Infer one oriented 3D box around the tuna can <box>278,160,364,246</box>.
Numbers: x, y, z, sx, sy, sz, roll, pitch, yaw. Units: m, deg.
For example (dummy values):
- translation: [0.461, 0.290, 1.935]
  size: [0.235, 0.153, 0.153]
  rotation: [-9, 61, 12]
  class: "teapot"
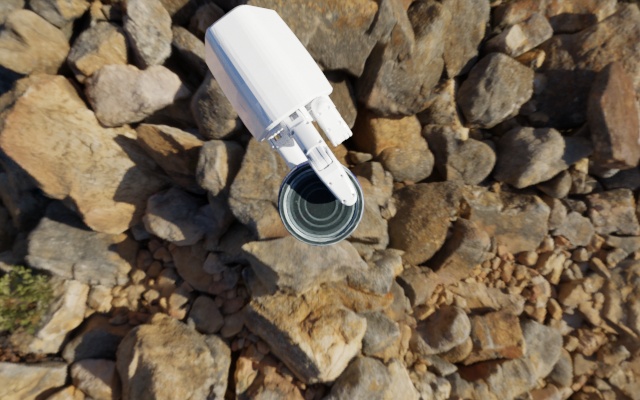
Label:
- translation: [0.000, 0.002, 0.476]
  size: [0.086, 0.086, 0.033]
  rotation: [0, 9, -3]
  class: "tuna can"
